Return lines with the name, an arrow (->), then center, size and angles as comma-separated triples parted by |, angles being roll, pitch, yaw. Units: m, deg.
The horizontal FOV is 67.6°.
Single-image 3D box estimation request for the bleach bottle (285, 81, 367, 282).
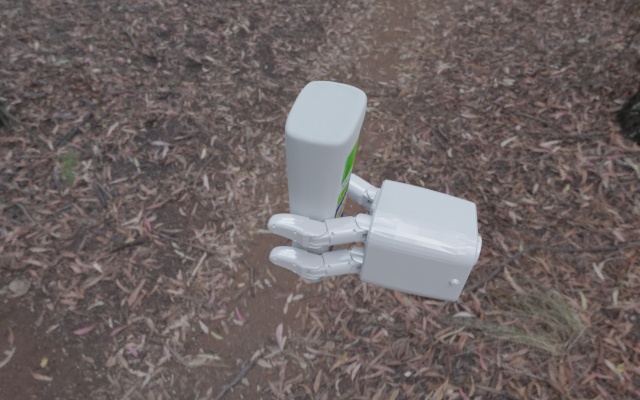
bleach bottle -> 0.000, 0.002, 0.535 | 0.068, 0.251, 0.102 | 13, 47, 9
